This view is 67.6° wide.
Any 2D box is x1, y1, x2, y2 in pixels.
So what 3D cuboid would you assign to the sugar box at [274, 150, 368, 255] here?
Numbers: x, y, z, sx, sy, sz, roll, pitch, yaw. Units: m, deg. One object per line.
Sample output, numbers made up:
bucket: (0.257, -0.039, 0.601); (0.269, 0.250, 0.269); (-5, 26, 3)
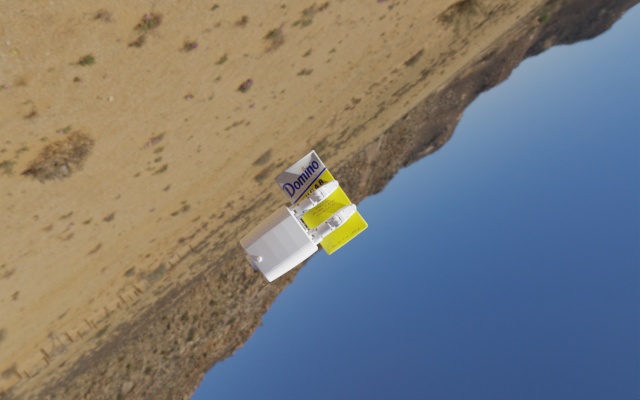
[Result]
sugar box: (0.000, 0.003, 0.894); (0.093, 0.176, 0.048); (-37, 3, -1)
